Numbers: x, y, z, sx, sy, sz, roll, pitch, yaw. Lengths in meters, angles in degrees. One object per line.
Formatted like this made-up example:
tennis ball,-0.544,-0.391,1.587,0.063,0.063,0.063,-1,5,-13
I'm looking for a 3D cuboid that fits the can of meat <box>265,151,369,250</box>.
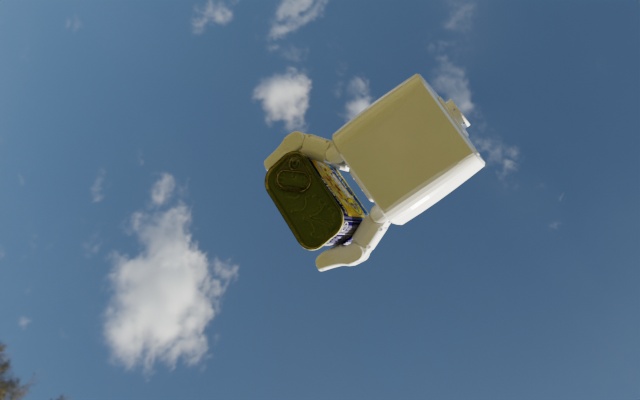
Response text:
can of meat,0.000,0.002,0.516,0.057,0.102,0.084,-41,-20,19
